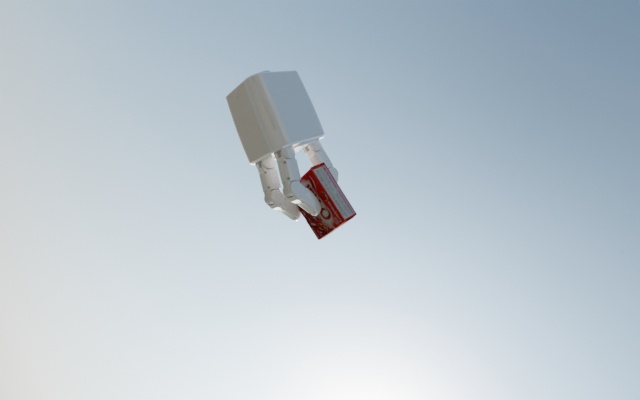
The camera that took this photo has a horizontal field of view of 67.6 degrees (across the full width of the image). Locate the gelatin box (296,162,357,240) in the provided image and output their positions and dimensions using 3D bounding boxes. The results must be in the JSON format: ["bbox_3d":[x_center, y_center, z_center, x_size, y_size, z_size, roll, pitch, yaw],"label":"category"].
[{"bbox_3d":[0.001,0.002,0.676,0.030,0.089,0.073,-28,-7,-40],"label":"gelatin box"}]
